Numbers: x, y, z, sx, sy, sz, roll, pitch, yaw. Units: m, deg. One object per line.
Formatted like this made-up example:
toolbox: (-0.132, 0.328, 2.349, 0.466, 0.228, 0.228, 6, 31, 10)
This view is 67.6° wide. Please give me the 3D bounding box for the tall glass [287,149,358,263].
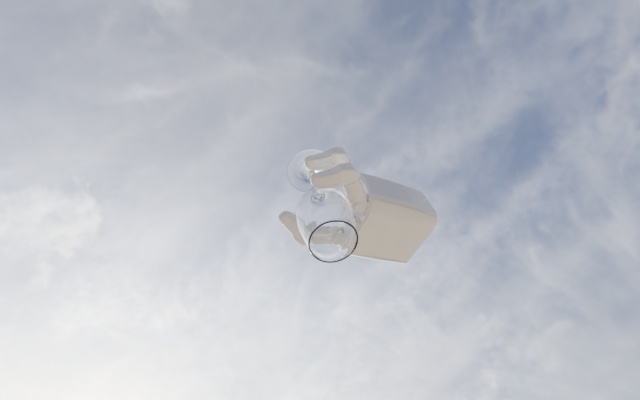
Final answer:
tall glass: (0.000, 0.002, 0.660, 0.079, 0.079, 0.201, 0, 29, -10)
